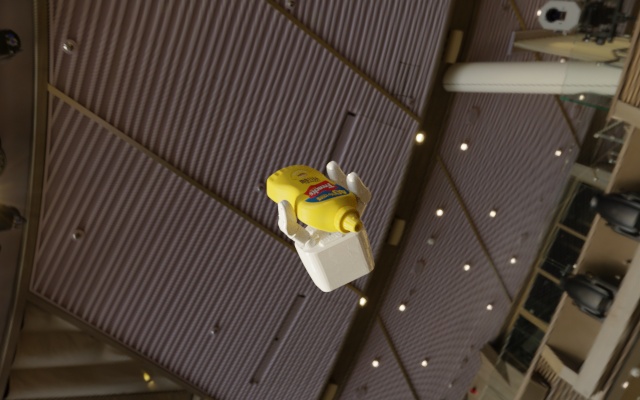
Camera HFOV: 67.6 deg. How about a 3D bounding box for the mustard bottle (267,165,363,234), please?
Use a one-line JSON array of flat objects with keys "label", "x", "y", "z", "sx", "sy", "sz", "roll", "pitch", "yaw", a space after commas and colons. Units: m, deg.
[{"label": "mustard bottle", "x": 0.000, "y": 0.002, "z": 0.755, "sx": 0.096, "sy": 0.058, "sz": 0.191, "roll": -14, "pitch": 31, "yaw": -32}]
